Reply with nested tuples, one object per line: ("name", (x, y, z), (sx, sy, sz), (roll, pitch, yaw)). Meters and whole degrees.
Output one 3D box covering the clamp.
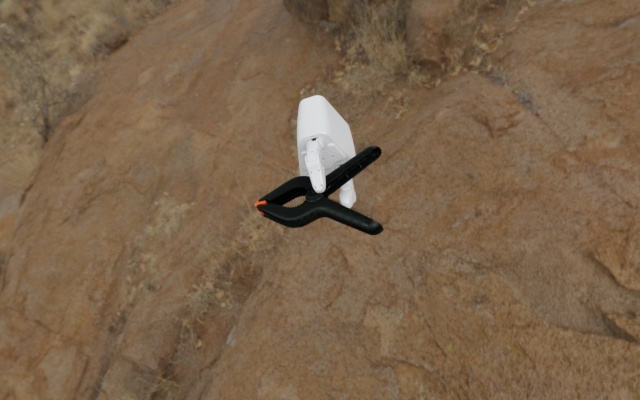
("clamp", (-0.001, 0.002, 0.723), (0.210, 0.164, 0.036), (-15, -44, 13))
